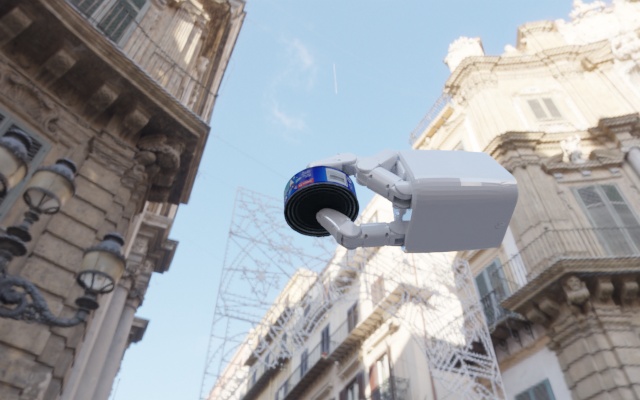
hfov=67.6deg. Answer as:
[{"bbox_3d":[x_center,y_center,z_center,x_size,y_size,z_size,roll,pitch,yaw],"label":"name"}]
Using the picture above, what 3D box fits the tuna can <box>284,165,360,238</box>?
[{"bbox_3d":[0.000,0.001,0.548,0.086,0.086,0.033,0,44,-7],"label":"tuna can"}]
